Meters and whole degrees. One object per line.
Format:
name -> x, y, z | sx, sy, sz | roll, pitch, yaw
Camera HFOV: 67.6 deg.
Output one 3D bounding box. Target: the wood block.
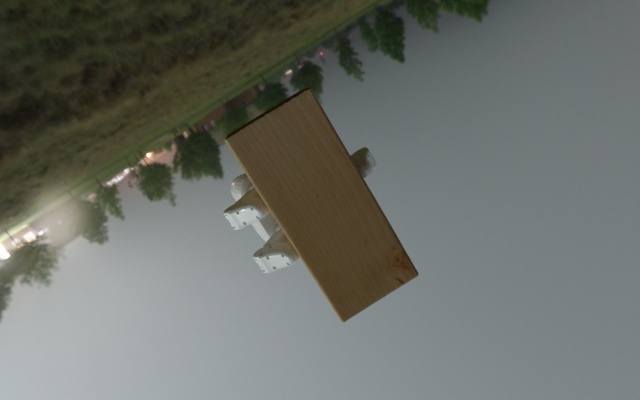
wood block -> 0.000, 0.001, 0.478 | 0.091, 0.206, 0.090 | -32, 14, -1
